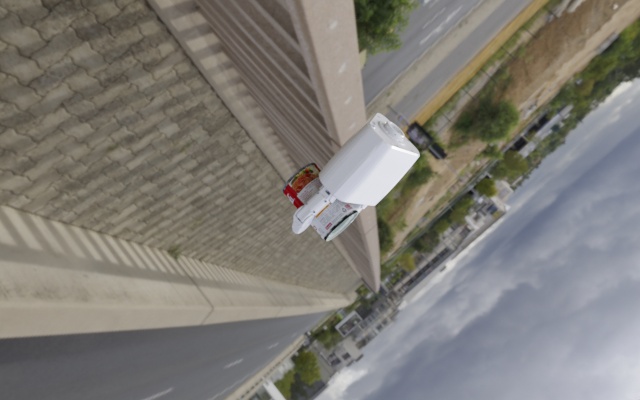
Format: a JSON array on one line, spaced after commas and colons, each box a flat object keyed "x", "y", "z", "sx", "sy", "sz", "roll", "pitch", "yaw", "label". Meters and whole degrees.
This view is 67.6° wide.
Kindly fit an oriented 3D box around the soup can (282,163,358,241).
[{"x": 0.000, "y": 0.003, "z": 0.722, "sx": 0.068, "sy": 0.102, "sz": 0.068, "roll": -39, "pitch": -13, "yaw": -11, "label": "soup can"}]
